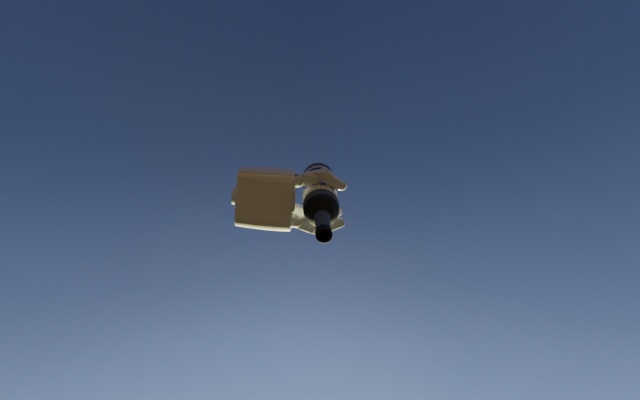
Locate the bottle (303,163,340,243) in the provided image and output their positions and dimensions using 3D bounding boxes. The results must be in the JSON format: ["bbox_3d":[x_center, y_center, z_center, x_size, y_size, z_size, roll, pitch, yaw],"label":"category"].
[{"bbox_3d":[0.000,0.003,0.896,0.069,0.069,0.295,0,21,-2],"label":"bottle"}]
